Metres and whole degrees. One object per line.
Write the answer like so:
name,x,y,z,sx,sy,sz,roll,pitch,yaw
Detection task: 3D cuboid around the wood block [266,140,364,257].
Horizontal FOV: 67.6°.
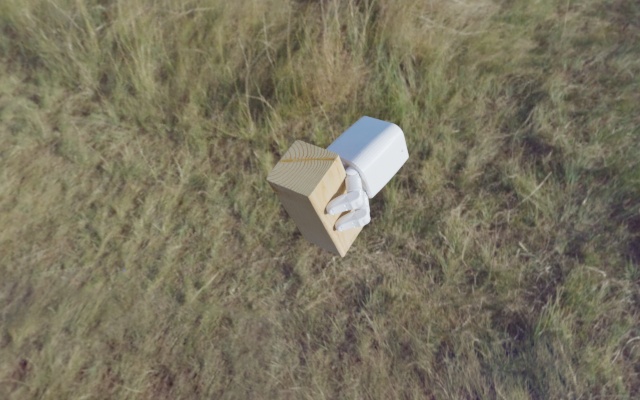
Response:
wood block,0.000,0.002,0.830,0.091,0.090,0.206,23,-23,31
